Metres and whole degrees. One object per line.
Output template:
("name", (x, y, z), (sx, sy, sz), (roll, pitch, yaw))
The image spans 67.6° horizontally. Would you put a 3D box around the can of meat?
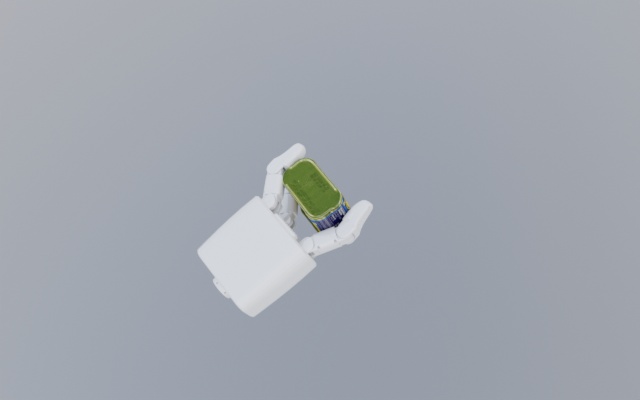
("can of meat", (0.000, 0.002, 0.635), (0.057, 0.102, 0.084), (-38, -34, -2))
